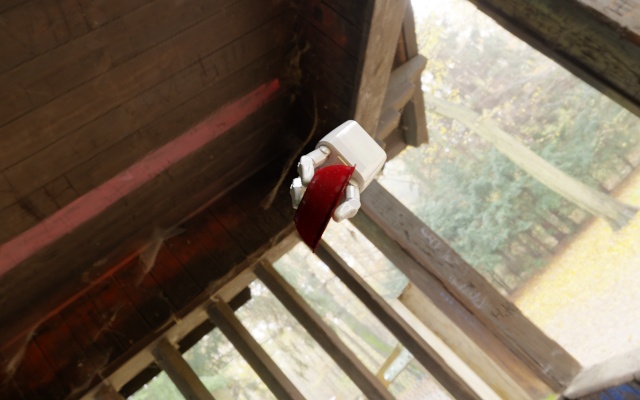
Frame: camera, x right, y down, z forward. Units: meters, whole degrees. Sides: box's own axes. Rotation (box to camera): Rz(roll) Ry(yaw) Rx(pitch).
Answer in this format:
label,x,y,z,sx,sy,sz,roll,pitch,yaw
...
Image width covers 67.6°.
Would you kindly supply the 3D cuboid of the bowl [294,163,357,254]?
label,x,y,z,sx,sy,sz,roll,pitch,yaw
bowl,-0.001,0.003,0.774,0.055,0.162,0.162,26,1,2
